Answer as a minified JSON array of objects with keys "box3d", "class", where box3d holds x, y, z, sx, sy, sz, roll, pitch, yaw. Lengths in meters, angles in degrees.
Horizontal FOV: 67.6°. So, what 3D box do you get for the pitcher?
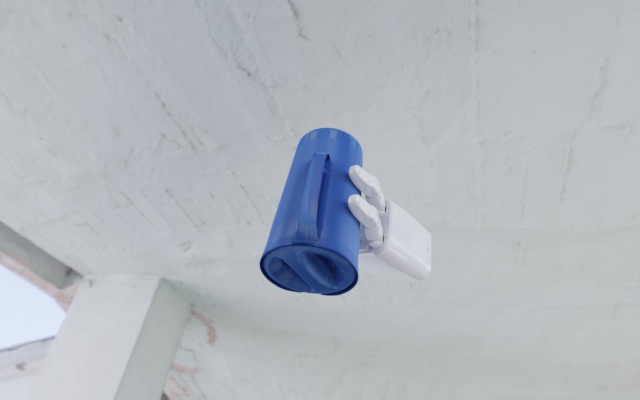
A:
[{"box3d":[0.000,0.002,0.696,0.145,0.242,0.149,34,-44,-27],"class":"pitcher"}]
